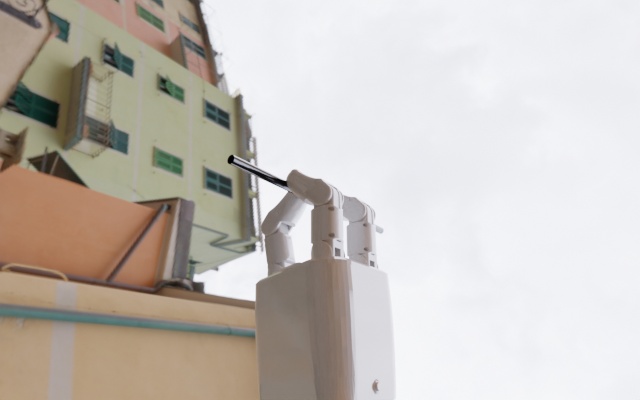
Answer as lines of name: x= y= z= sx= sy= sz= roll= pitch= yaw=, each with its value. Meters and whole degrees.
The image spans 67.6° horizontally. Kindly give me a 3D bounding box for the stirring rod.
stirring rod: x=0.000 y=0.002 z=0.466 sx=0.011 sy=0.011 sz=0.239 roll=0 pitch=-16 yaw=37
